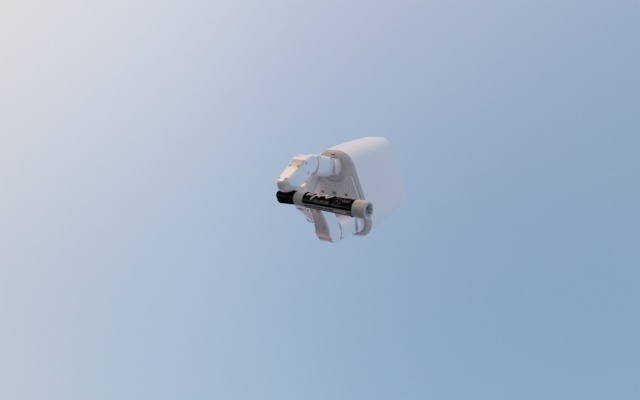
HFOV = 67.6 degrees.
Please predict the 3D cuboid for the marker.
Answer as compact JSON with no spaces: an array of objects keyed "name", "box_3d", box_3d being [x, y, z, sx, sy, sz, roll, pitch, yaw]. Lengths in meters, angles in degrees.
[{"name":"marker","box_3d":[0.000,0.002,0.510,0.121,0.020,0.020,10,6,36]}]
